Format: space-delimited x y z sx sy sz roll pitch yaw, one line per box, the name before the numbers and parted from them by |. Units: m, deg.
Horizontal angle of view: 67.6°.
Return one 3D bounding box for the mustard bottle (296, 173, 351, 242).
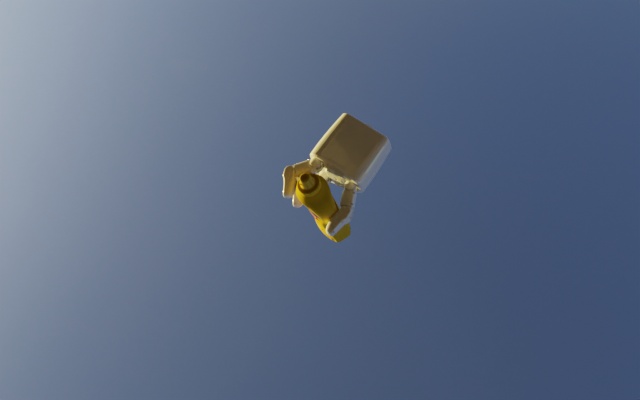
mustard bottle | 0.000 0.003 0.872 0.058 0.096 0.192 -33 -31 0
